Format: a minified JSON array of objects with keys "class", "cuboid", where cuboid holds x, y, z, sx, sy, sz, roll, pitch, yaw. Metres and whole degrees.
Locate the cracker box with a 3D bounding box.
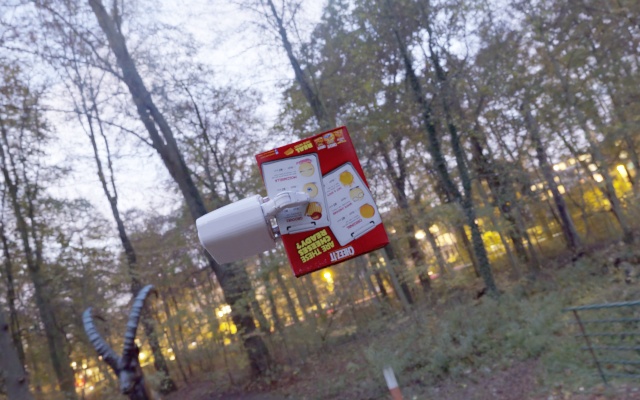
[{"class":"cracker box","cuboid":[0.000,0.002,0.803,0.164,0.213,0.072,-19,-12,-4]}]
